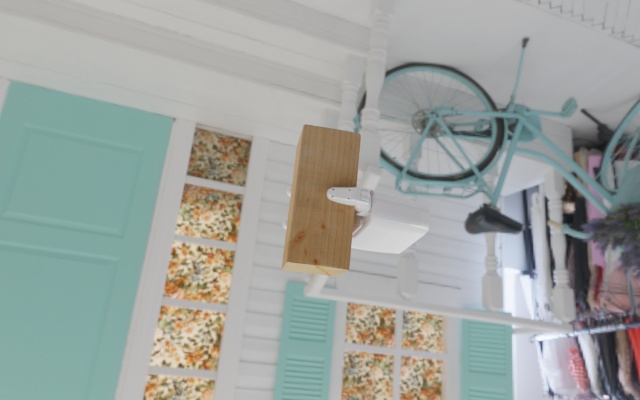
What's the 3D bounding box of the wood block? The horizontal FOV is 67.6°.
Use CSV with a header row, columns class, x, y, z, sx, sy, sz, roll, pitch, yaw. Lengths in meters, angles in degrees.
class,x,y,z,sx,sy,sz,roll,pitch,yaw
wood block,0.001,0.002,0.721,0.090,0.206,0.091,8,-16,-8
